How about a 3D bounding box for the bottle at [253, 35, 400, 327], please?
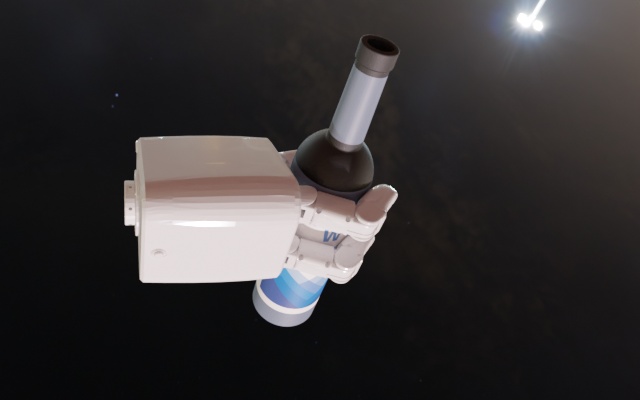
[{"bbox_3d":[0.000,0.002,0.409,0.069,0.296,0.069,11,42,-11],"label":"bottle"}]
